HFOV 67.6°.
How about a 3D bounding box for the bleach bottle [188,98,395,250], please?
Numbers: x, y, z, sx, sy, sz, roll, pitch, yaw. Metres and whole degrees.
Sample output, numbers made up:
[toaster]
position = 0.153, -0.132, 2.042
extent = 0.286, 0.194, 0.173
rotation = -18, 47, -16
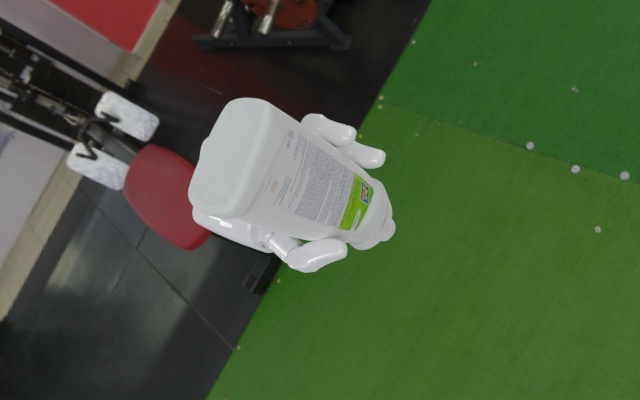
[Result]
[bleach bottle]
position = 0.000, 0.001, 0.461
extent = 0.068, 0.102, 0.251
rotation = 15, -9, 40
